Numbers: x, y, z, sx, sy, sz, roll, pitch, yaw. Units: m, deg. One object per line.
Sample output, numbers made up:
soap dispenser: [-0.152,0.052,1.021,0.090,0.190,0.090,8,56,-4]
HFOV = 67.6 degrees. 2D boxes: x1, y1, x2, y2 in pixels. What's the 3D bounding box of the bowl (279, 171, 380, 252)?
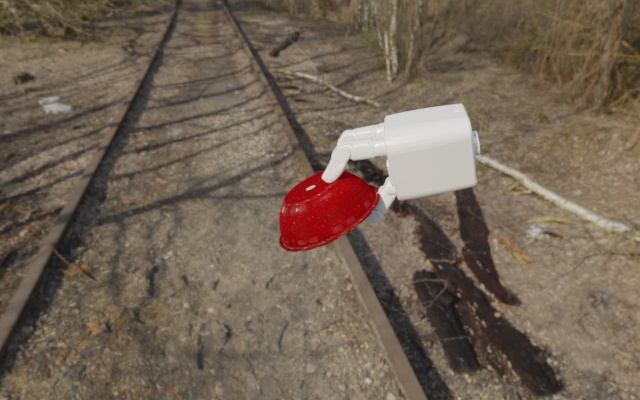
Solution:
bowl: [-0.001,0.002,0.676,0.162,0.055,0.162,-26,20,10]
